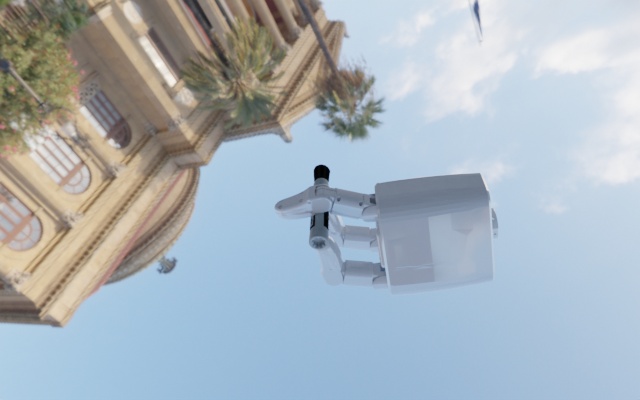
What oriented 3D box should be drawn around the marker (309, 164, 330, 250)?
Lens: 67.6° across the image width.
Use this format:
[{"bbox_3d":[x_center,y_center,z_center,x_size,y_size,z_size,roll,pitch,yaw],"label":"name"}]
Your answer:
[{"bbox_3d":[0.000,0.002,0.494,0.020,0.020,0.121,0,40,2],"label":"marker"}]
